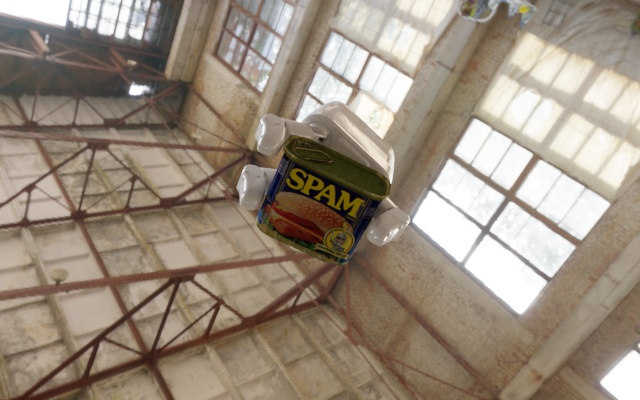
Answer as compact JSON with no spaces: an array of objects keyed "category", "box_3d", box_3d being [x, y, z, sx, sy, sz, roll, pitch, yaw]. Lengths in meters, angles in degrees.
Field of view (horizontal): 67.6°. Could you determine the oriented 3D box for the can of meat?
[{"category":"can of meat","box_3d":[0.000,0.002,0.440,0.102,0.084,0.057,26,25,-1]}]
